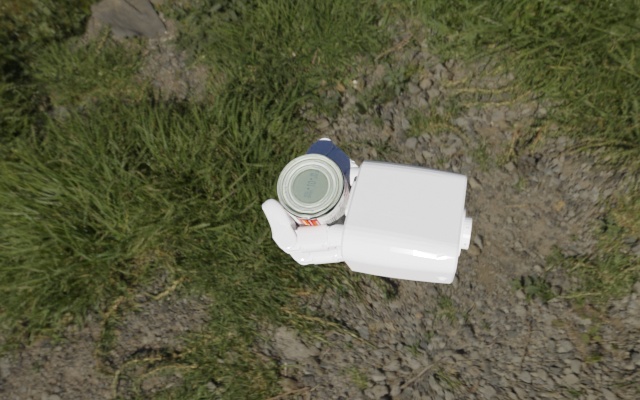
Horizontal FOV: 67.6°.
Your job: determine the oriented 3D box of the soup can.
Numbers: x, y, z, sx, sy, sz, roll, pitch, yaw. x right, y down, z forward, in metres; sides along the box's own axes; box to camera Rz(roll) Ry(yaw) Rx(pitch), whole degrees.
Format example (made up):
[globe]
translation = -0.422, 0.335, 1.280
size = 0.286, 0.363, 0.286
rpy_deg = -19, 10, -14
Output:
[soup can]
translation = 0.000, 0.001, 0.497
size = 0.068, 0.068, 0.102
rpy_deg = 0, -19, 12
